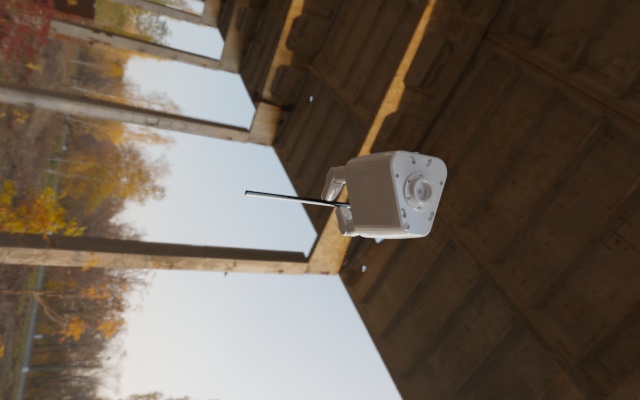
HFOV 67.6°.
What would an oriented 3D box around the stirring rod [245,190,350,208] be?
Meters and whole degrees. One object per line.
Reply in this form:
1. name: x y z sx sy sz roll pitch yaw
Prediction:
1. stirring rod: 0.000 0.002 0.731 0.239 0.011 0.011 7 -3 -28
